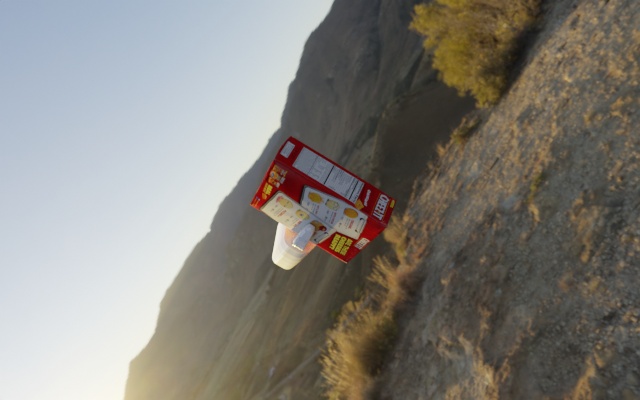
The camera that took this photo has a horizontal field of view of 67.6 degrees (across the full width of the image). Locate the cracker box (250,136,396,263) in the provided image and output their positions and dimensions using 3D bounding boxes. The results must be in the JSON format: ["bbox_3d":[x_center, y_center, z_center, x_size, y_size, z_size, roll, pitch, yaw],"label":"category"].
[{"bbox_3d":[0.000,0.003,0.840,0.214,0.072,0.164,31,-36,-5],"label":"cracker box"}]
